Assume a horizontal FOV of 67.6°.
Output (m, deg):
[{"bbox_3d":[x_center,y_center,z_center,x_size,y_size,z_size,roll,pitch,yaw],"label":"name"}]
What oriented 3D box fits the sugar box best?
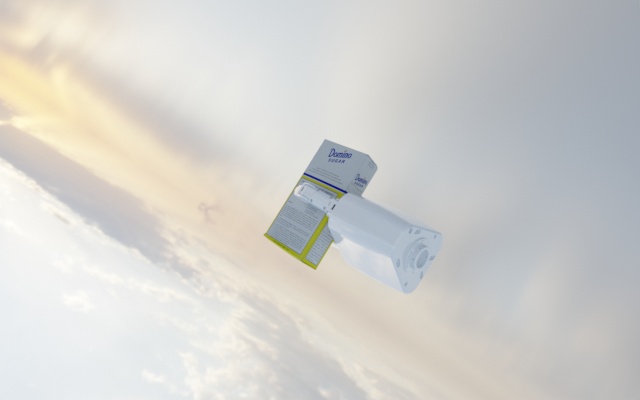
[{"bbox_3d":[0.000,0.003,0.698,0.093,0.176,0.048,27,-11,41],"label":"sugar box"}]
